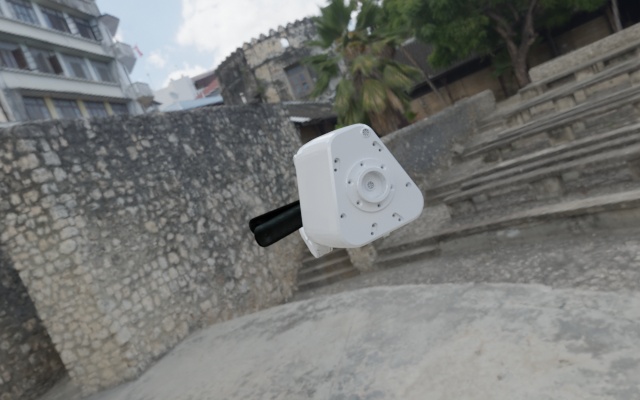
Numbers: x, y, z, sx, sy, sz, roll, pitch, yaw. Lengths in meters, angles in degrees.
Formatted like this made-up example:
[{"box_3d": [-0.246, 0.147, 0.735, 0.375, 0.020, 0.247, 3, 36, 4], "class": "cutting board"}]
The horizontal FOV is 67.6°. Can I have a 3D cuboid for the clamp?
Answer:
[{"box_3d": [0.000, 0.001, 0.613, 0.210, 0.036, 0.164, -25, 7, -16], "class": "clamp"}]
